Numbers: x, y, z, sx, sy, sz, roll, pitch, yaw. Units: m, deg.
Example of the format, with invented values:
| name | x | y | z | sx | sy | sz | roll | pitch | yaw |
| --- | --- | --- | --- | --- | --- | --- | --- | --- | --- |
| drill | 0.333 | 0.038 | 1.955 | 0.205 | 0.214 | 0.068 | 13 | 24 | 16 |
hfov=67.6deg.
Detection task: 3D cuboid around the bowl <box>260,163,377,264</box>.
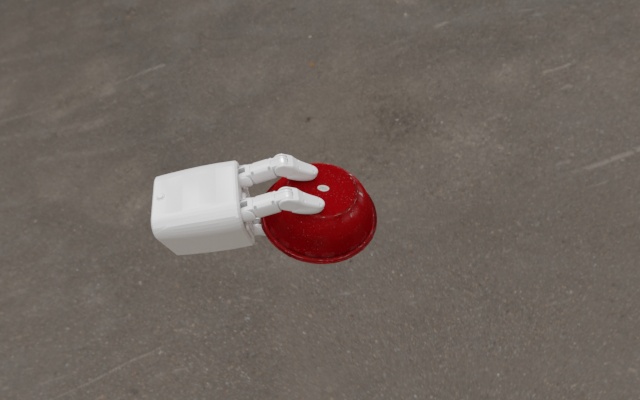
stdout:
| name | x | y | z | sx | sy | sz | roll | pitch | yaw |
| --- | --- | --- | --- | --- | --- | --- | --- | --- | --- |
| bowl | 0.001 | 0.001 | 0.635 | 0.162 | 0.162 | 0.055 | 0 | -39 | -7 |
